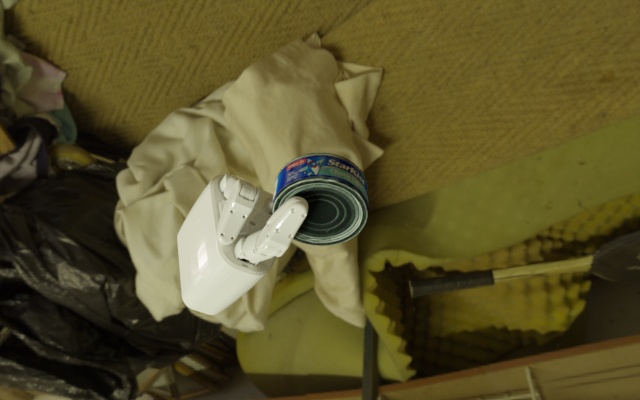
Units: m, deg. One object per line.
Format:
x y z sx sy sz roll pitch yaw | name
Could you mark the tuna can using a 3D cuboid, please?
0.000 0.002 0.424 0.086 0.086 0.033 0 44 2 | tuna can
